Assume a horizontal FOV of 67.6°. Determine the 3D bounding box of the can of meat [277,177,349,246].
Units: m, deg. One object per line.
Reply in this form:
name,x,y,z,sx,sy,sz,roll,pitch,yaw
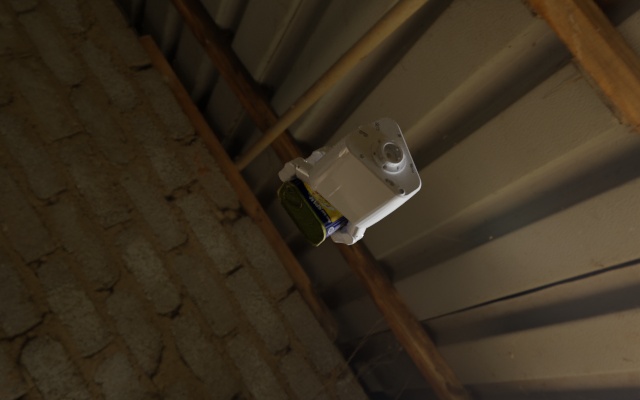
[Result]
can of meat,0.000,0.002,0.708,0.084,0.102,0.057,-31,-10,-33
